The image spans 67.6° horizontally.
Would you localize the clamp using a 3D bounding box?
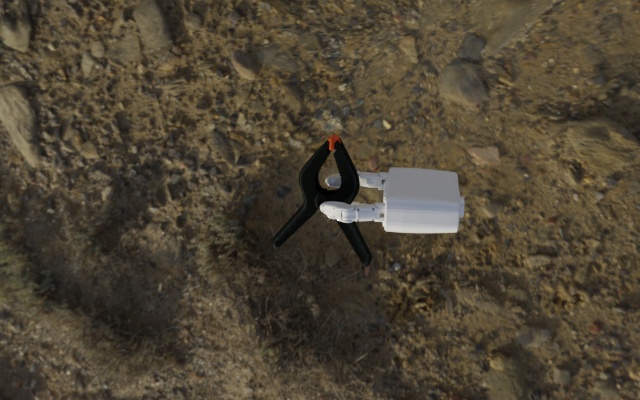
[{"bbox_3d":[0.000,0.002,0.749,0.164,0.210,0.036,2,20,10],"label":"clamp"}]
